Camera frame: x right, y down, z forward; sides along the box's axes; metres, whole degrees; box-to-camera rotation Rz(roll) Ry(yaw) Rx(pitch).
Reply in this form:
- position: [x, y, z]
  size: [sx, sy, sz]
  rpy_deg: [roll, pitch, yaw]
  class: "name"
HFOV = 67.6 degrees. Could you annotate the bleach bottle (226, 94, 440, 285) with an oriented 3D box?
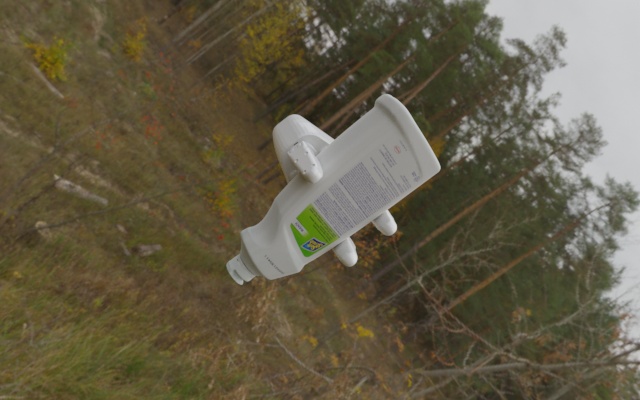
- position: [0.000, 0.002, 0.516]
  size: [0.251, 0.103, 0.068]
  rpy_deg: [-36, 28, 4]
  class: "bleach bottle"
